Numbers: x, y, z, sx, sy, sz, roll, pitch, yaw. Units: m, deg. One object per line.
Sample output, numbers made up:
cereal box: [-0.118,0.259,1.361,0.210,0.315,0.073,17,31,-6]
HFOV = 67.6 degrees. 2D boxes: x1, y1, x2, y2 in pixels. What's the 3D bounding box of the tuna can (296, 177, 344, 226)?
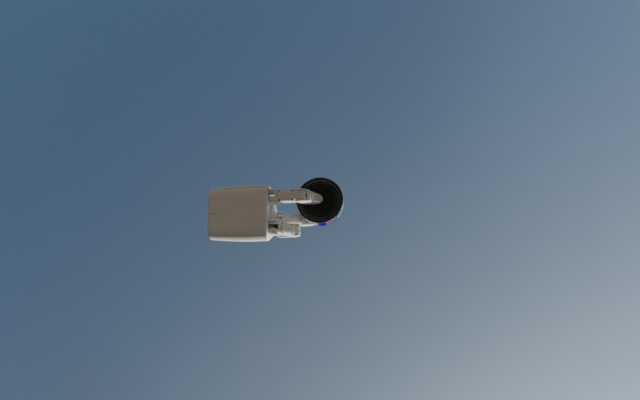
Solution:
tuna can: [0.000,0.003,0.881,0.086,0.086,0.034,0,-15,7]
